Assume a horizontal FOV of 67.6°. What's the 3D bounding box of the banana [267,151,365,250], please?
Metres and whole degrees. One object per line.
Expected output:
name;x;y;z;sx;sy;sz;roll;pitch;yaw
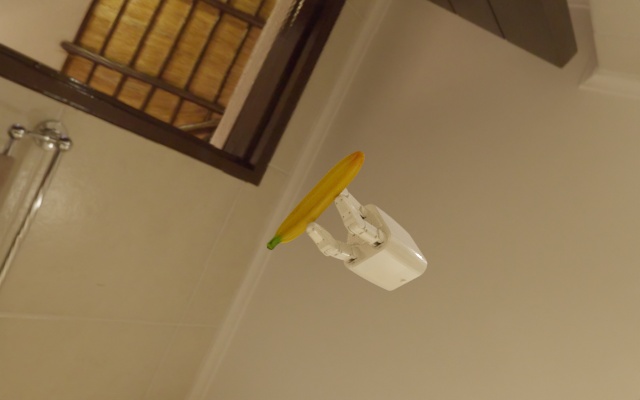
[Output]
banana;-0.003;0.001;0.723;0.037;0.198;0.069;41;8;-9
